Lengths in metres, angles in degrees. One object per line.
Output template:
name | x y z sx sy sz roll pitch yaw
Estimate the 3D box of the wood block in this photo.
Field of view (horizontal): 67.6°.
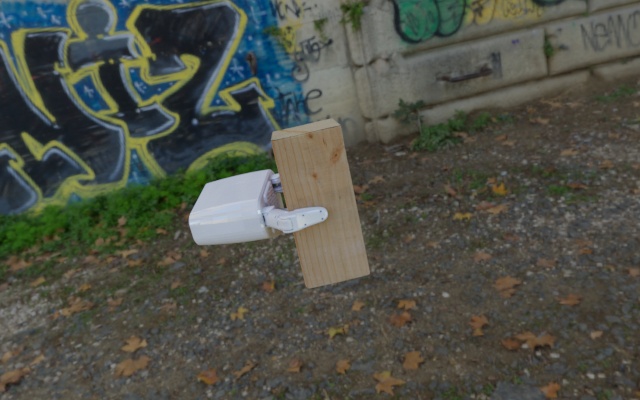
wood block | 0.000 0.002 0.656 0.090 0.206 0.090 -13 16 -1
